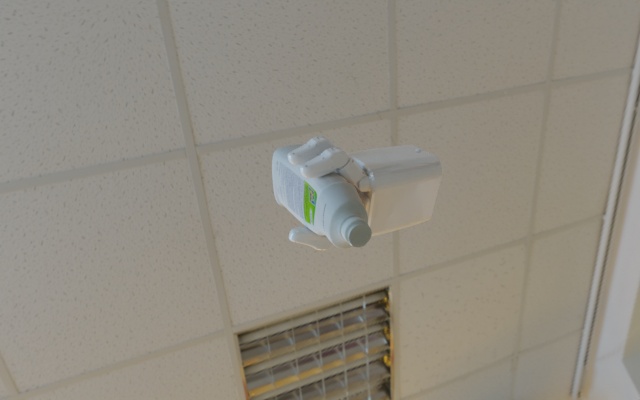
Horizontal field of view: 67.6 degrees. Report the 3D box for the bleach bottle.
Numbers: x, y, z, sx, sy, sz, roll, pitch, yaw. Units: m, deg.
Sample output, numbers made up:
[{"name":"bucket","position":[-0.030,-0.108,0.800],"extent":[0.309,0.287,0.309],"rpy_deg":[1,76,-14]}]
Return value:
[{"name":"bleach bottle","position":[0.000,0.002,0.634],"extent":[0.068,0.103,0.250],"rpy_deg":[-12,25,-17]}]
